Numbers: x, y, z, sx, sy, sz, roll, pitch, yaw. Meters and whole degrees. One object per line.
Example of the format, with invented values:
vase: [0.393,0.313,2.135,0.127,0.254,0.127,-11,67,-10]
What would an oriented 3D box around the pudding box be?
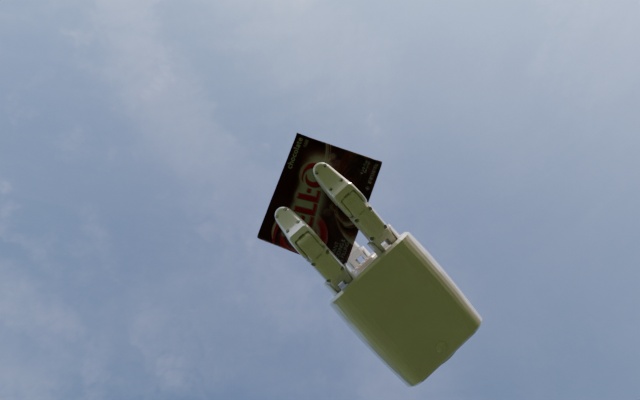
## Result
pudding box: [0.000,0.002,0.472,0.090,0.113,0.039,20,-7,6]
